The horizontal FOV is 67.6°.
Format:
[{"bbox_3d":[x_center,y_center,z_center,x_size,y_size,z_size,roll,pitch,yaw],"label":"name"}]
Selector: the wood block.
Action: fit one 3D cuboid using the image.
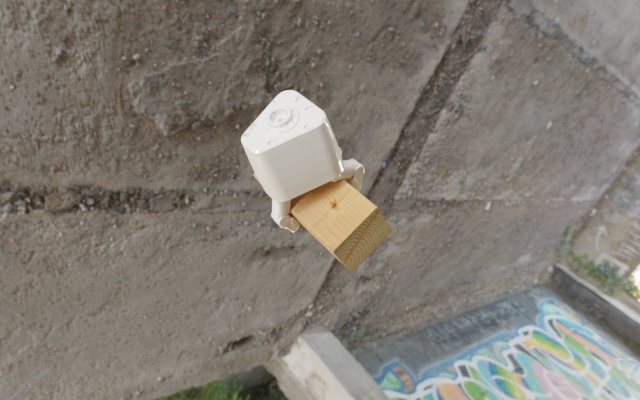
[{"bbox_3d":[0.000,0.003,0.745,0.206,0.091,0.090,42,-5,35],"label":"wood block"}]
